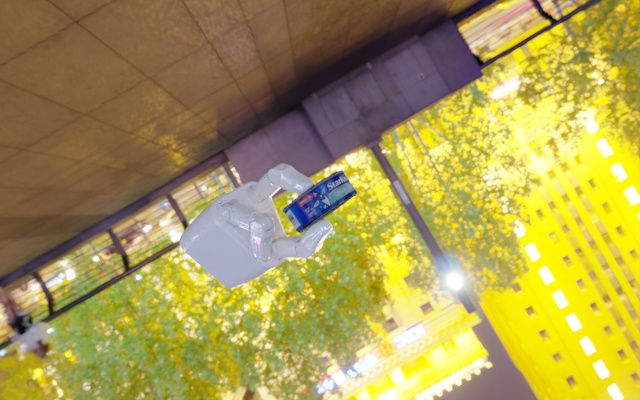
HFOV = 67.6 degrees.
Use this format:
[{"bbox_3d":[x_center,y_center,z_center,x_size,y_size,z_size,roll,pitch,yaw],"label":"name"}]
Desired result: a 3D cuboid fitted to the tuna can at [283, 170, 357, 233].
[{"bbox_3d":[0.000,0.002,0.558,0.086,0.034,0.086,-34,-4,-3],"label":"tuna can"}]
